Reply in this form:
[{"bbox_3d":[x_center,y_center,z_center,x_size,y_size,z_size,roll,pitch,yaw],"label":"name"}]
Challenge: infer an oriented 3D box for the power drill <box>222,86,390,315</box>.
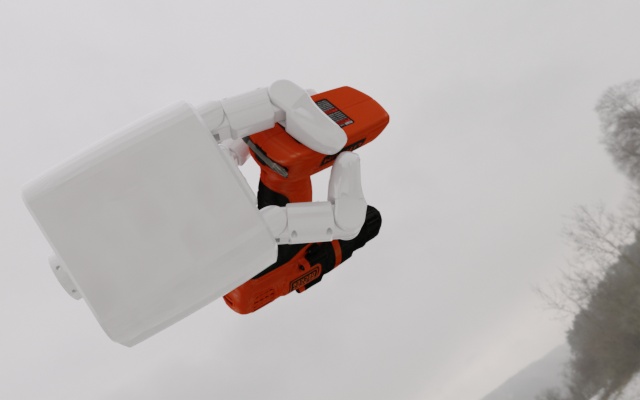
[{"bbox_3d":[0.000,0.001,0.407,0.184,0.188,0.057,-27,54,-34],"label":"power drill"}]
